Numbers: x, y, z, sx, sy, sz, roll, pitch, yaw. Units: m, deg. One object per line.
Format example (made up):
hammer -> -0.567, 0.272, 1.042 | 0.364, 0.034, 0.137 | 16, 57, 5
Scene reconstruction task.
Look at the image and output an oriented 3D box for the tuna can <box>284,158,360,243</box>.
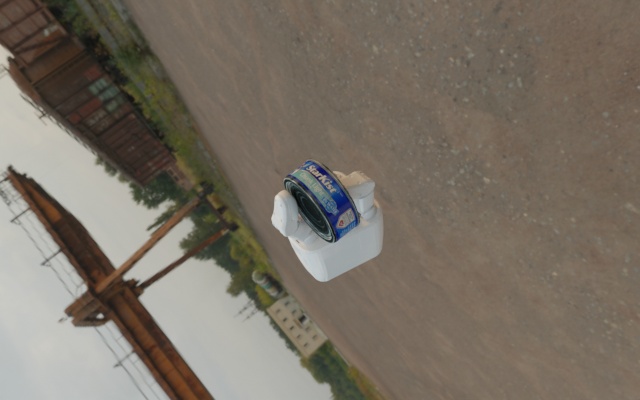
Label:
tuna can -> 0.000, 0.002, 0.489 | 0.033, 0.086, 0.086 | -37, 11, -15
